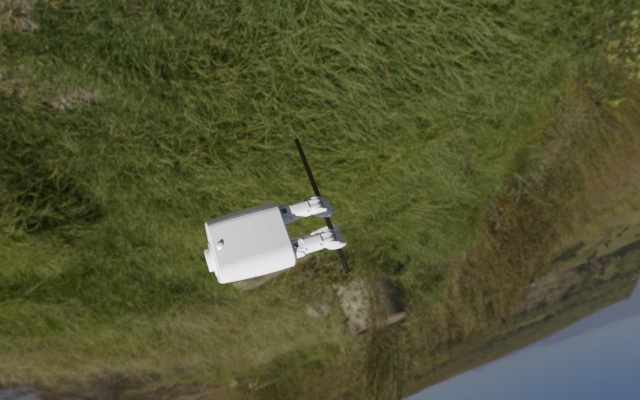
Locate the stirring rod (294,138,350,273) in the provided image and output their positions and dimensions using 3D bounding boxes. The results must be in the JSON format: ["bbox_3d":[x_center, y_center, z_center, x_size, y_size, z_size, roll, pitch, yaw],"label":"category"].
[{"bbox_3d":[0.000,0.002,0.754,0.011,0.239,0.011,-18,-21,-7],"label":"stirring rod"}]
